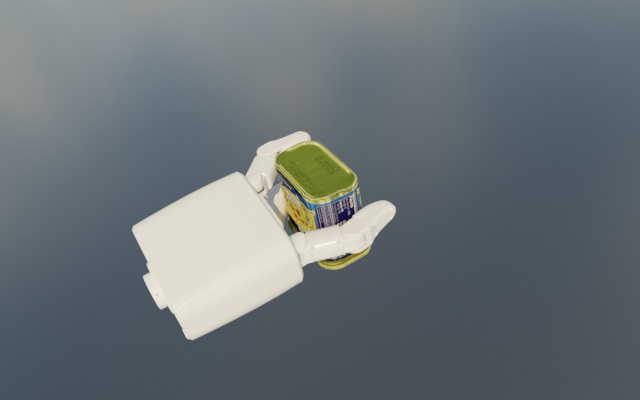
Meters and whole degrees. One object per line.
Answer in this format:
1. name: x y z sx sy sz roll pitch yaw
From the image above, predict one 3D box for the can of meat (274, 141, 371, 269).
1. can of meat: 0.000 0.001 0.461 0.057 0.084 0.102 -26 40 -16
